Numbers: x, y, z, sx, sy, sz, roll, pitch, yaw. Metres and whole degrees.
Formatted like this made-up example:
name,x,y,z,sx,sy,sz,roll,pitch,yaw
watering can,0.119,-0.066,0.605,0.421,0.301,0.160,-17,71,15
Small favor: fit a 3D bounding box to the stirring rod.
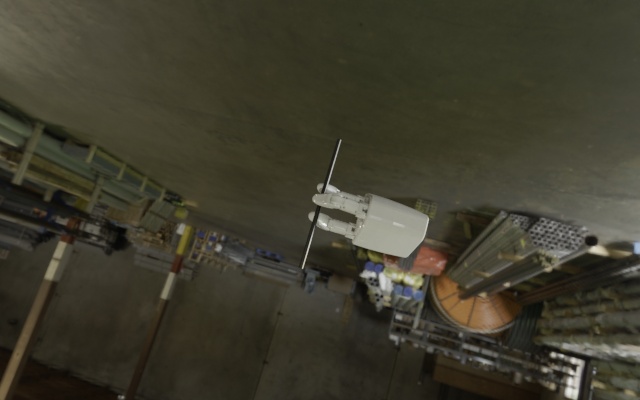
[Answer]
name,x,y,z,sx,sy,sz,roll,pitch,yaw
stirring rod,0.000,0.003,0.838,0.011,0.239,0.011,16,-12,4
